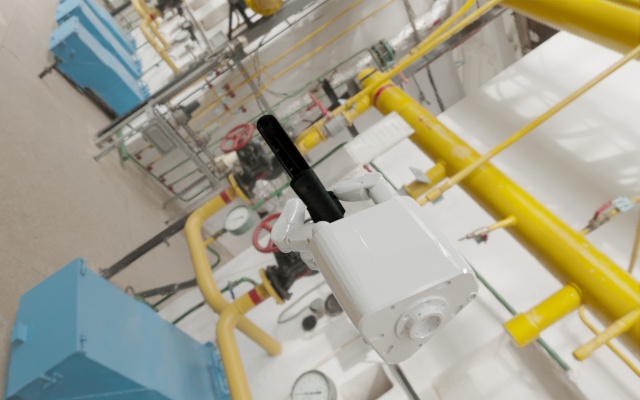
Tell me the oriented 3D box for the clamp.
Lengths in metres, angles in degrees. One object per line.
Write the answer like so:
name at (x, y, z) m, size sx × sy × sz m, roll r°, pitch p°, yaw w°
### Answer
clamp at (0.001, 0.002, 0.533) m, size 0.036 × 0.210 × 0.164 m, roll -34°, pitch 41°, yaw 2°
